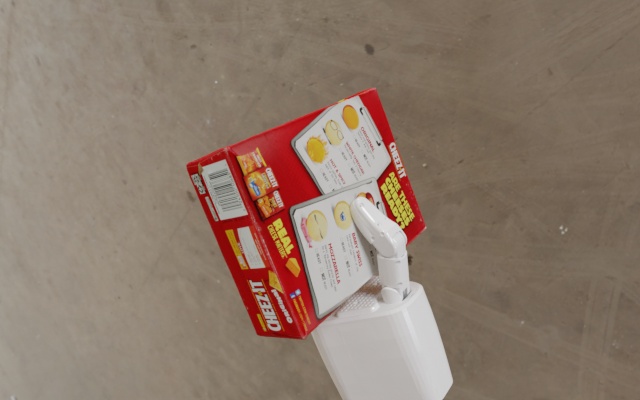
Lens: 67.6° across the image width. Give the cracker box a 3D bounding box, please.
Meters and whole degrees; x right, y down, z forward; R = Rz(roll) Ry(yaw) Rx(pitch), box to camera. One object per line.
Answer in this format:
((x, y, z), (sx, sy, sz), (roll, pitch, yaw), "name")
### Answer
((0.000, 0.002, 0.454), (0.072, 0.164, 0.213), (-11, 14, 43), "cracker box")
